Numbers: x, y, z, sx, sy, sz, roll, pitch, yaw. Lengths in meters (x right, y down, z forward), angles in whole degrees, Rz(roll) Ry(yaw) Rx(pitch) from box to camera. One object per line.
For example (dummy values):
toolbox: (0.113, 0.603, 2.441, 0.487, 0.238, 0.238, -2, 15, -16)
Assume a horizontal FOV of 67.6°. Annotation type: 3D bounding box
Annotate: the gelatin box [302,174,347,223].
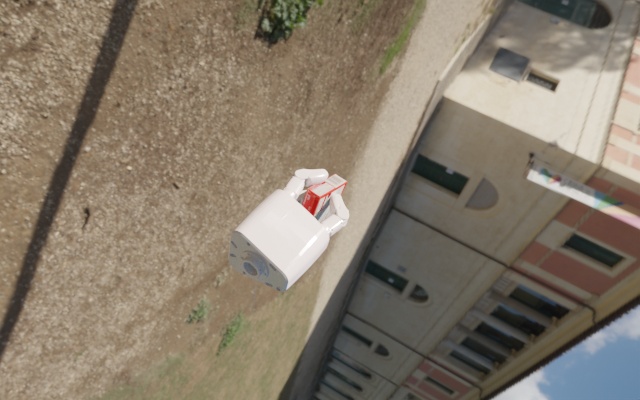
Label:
gelatin box: (0.001, 0.003, 0.799, 0.030, 0.073, 0.089, 35, 36, 19)
